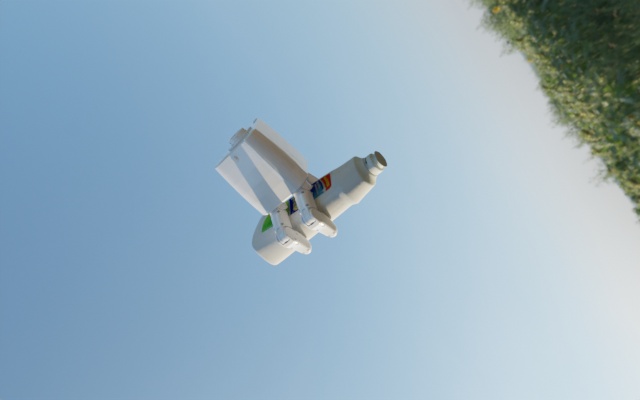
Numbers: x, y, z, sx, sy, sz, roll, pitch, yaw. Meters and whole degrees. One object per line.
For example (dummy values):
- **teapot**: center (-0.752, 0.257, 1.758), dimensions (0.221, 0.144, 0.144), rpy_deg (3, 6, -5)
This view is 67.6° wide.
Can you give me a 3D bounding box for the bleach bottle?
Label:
- **bleach bottle**: center (0.000, 0.003, 0.745), dimensions (0.251, 0.068, 0.102), rpy_deg (-37, 19, 29)
